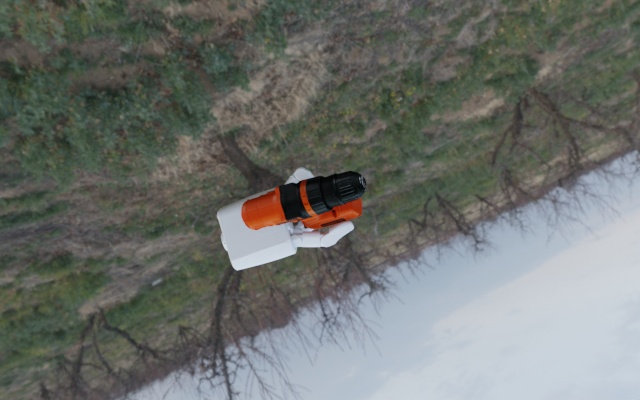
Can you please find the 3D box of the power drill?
[{"bbox_3d":[0.000,0.002,0.715,0.184,0.057,0.187,-14,-10,20],"label":"power drill"}]
